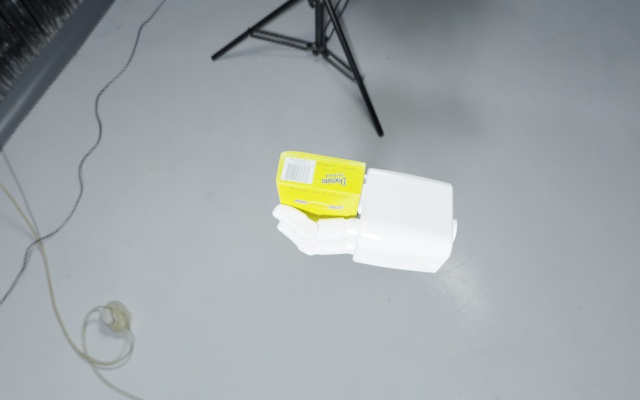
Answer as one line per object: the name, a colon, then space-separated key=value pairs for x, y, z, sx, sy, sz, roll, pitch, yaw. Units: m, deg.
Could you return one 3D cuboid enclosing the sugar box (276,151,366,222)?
sugar box: x=0.000 y=0.002 z=0.583 sx=0.093 sy=0.048 sz=0.176 roll=10 pitch=-23 yaw=4
